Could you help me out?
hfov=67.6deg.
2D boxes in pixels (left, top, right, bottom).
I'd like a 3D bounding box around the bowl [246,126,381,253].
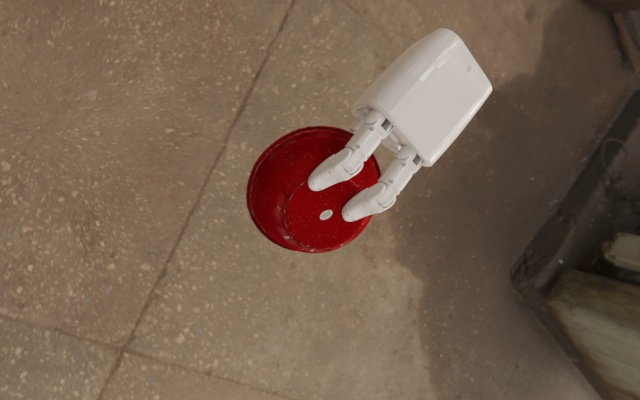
[{"bbox_3d":[-0.001,0.003,0.535,0.162,0.162,0.055,0,26,-15],"label":"bowl"}]
